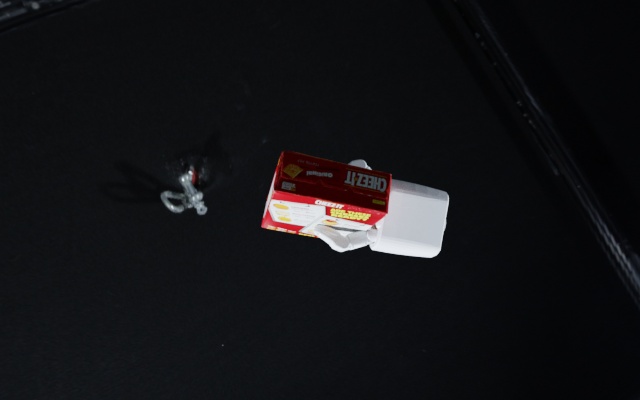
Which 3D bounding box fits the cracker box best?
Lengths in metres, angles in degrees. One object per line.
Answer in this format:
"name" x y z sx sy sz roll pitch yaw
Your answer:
"cracker box" 0.000 0.003 0.757 0.164 0.072 0.214 11 -18 -8
